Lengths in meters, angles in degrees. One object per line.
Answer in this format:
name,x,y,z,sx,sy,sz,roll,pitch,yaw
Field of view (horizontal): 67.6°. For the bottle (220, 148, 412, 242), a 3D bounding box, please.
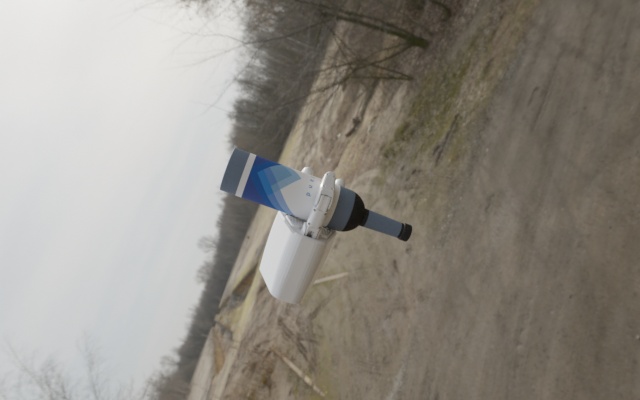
bottle,0.000,0.002,0.723,0.296,0.069,0.069,20,-3,-8
